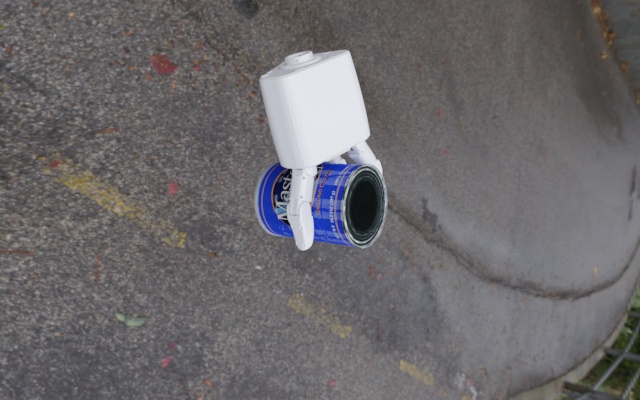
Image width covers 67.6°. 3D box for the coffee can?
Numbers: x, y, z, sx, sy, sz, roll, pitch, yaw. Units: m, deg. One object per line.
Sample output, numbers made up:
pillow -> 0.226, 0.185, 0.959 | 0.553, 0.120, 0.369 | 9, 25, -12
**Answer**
coffee can -> 0.000, 0.002, 0.616 | 0.140, 0.103, 0.103 | 5, 3, 37
